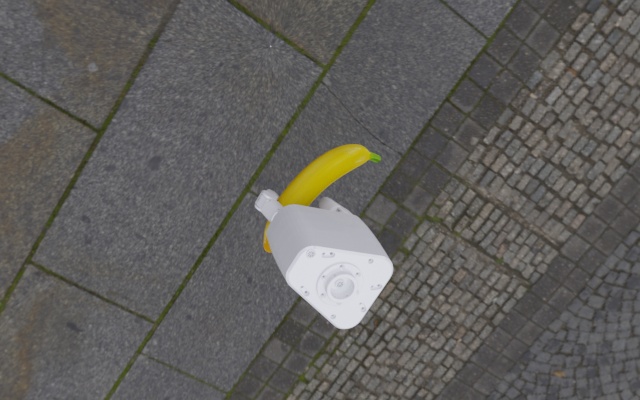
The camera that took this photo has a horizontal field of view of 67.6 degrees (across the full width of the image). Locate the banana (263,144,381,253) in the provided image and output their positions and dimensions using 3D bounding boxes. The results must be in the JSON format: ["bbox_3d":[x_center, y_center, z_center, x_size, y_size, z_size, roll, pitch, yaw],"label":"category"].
[{"bbox_3d":[-0.007,-0.013,0.610,0.198,0.070,0.037,-39,33,-4],"label":"banana"}]
